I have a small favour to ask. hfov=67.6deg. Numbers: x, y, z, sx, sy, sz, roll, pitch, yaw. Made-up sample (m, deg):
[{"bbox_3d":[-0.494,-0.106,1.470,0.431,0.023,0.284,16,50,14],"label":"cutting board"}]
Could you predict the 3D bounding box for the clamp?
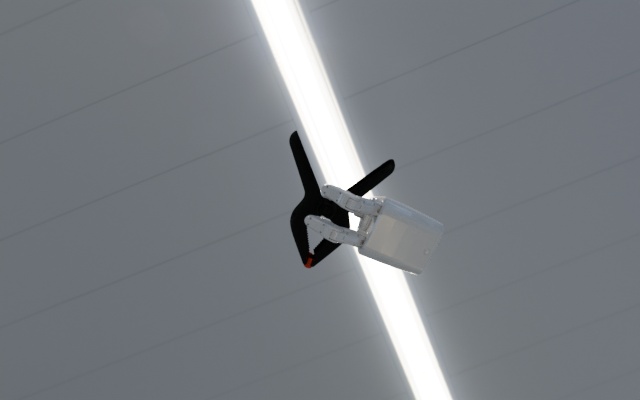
[{"bbox_3d":[0.000,0.003,0.740,0.164,0.210,0.036,23,14,-7],"label":"clamp"}]
